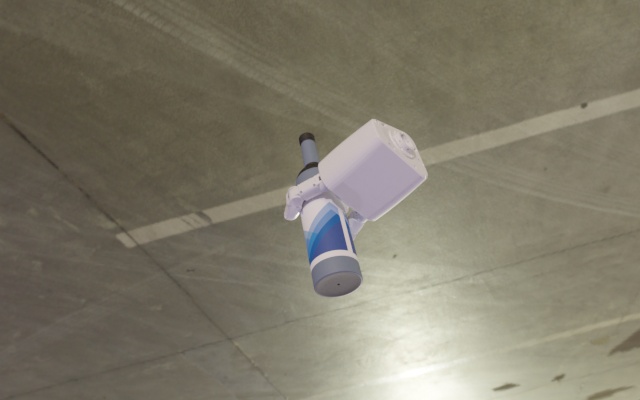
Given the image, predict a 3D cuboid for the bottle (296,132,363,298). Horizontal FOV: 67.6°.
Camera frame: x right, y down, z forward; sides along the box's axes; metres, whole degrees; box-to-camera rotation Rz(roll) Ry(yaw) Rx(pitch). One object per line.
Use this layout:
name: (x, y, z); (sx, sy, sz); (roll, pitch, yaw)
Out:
bottle: (0.000, 0.003, 0.728); (0.069, 0.295, 0.069); (-7, -40, -6)
